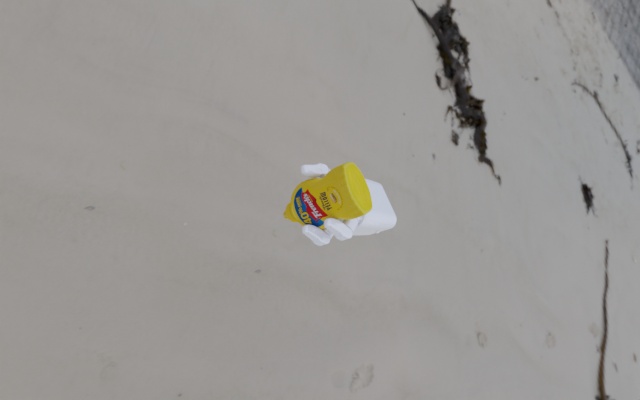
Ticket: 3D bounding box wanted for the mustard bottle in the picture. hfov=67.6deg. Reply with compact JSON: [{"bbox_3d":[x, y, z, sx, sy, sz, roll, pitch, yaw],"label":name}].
[{"bbox_3d":[0.000,0.003,0.882,0.192,0.096,0.058,-21,5,41],"label":"mustard bottle"}]
